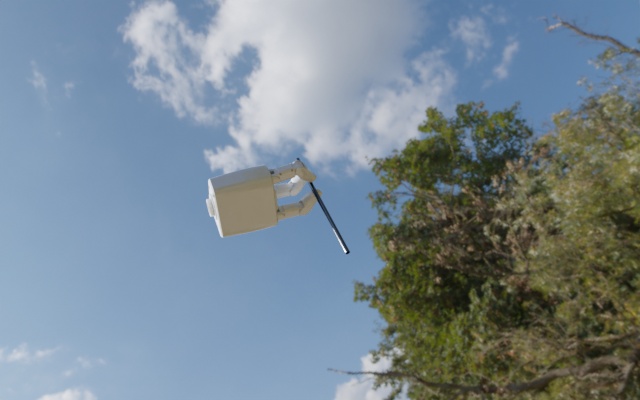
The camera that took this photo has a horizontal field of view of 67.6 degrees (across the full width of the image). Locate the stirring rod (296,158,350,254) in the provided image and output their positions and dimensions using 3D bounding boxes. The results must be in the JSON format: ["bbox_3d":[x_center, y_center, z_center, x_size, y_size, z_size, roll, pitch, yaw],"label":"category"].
[{"bbox_3d":[0.000,0.003,0.863,0.011,0.011,0.239,0,44,-32],"label":"stirring rod"}]
